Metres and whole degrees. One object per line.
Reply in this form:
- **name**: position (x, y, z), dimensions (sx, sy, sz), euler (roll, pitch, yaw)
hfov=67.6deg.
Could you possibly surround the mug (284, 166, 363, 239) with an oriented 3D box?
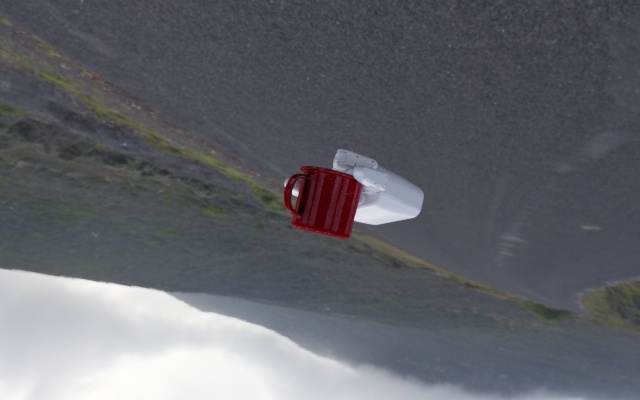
- **mug**: position (-0.001, 0.002, 0.636), dimensions (0.117, 0.081, 0.093), euler (18, -7, -42)
